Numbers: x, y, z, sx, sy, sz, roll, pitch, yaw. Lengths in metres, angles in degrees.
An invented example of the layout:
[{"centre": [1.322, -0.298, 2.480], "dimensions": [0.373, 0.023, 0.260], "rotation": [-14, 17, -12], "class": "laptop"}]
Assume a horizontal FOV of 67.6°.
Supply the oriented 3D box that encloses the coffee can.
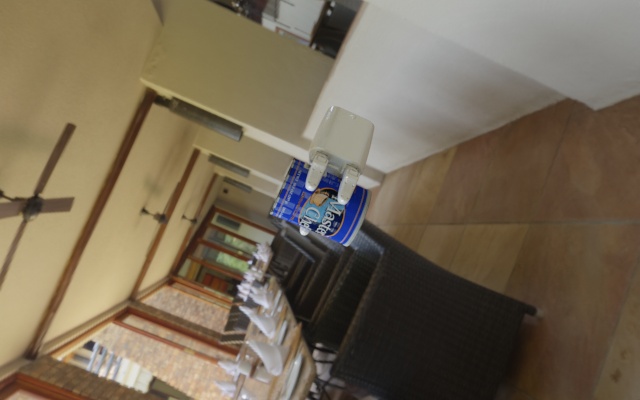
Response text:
[{"centre": [0.000, 0.003, 0.796], "dimensions": [0.140, 0.103, 0.103], "rotation": [23, -2, -5], "class": "coffee can"}]
